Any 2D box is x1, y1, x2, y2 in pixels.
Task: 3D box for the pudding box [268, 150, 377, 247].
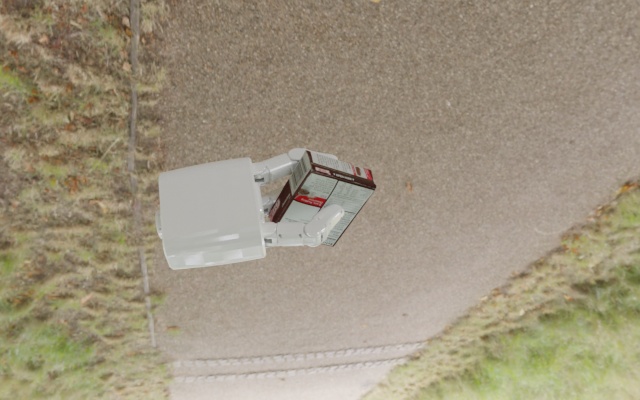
[{"bbox_3d":[0.000,0.002,0.575,0.090,0.039,0.113,14,-49,-26],"label":"pudding box"}]
